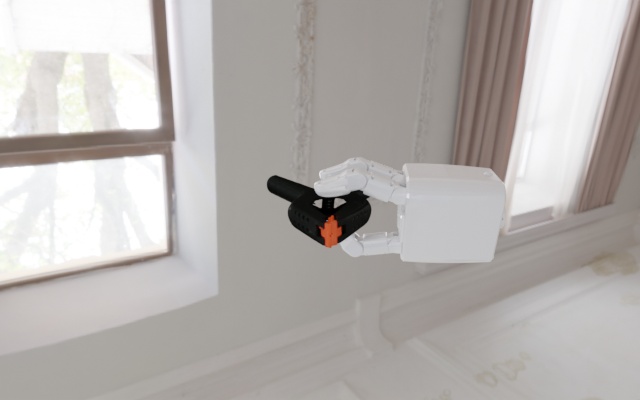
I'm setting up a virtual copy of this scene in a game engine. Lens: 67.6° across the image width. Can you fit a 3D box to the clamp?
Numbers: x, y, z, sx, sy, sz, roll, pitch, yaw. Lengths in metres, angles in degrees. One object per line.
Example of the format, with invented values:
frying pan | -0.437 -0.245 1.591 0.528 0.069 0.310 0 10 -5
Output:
clamp | 0.000 0.003 0.577 0.164 0.036 0.210 -1 18 7
